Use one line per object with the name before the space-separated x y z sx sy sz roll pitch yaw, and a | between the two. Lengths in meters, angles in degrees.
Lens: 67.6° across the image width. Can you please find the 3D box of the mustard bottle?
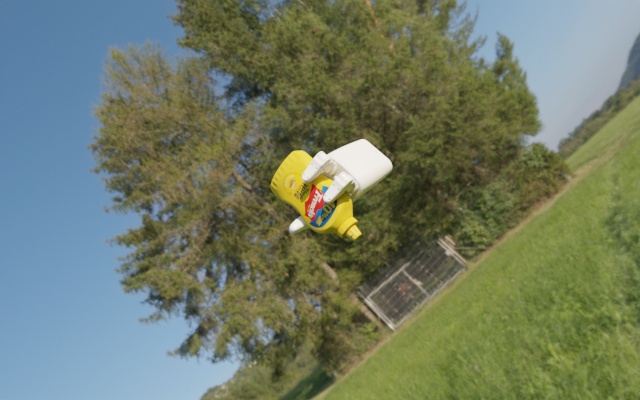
mustard bottle | 0.000 0.003 0.863 0.191 0.096 0.058 43 23 18
